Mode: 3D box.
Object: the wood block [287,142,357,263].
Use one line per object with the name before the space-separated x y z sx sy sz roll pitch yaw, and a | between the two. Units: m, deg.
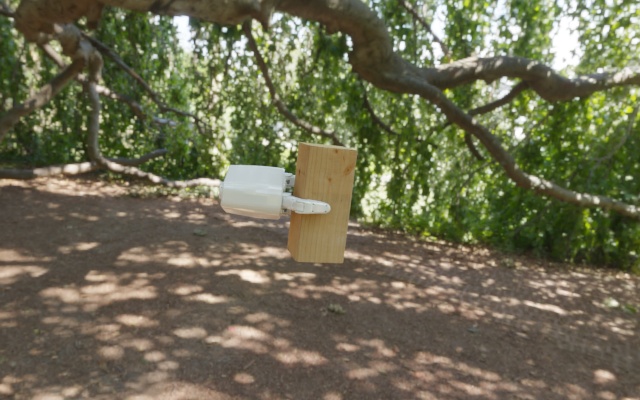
wood block | 0.000 0.003 0.876 0.090 0.206 0.091 4 10 -15
